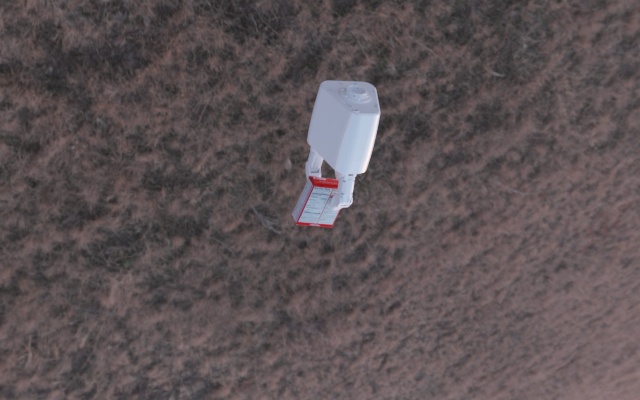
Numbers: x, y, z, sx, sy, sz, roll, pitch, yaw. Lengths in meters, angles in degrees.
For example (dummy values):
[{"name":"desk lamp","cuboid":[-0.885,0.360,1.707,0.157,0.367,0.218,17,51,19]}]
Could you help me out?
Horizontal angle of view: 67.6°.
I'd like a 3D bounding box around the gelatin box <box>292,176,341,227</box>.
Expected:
[{"name":"gelatin box","cuboid":[0.000,0.003,0.824,0.073,0.089,0.030,6,34,-30]}]
